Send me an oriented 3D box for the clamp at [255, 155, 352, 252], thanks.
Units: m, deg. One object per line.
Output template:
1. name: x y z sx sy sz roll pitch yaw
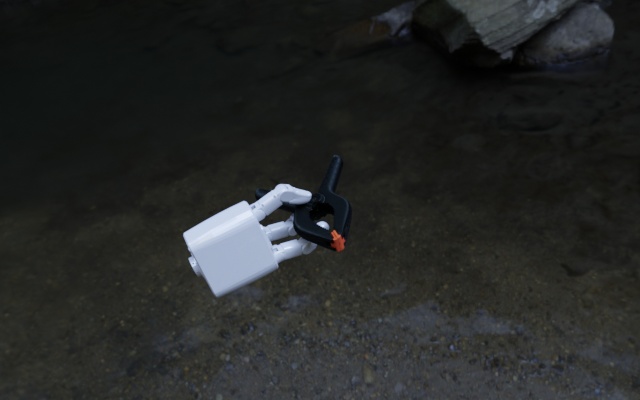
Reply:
1. clamp: 0.000 0.002 0.768 0.164 0.036 0.210 -29 40 -11
